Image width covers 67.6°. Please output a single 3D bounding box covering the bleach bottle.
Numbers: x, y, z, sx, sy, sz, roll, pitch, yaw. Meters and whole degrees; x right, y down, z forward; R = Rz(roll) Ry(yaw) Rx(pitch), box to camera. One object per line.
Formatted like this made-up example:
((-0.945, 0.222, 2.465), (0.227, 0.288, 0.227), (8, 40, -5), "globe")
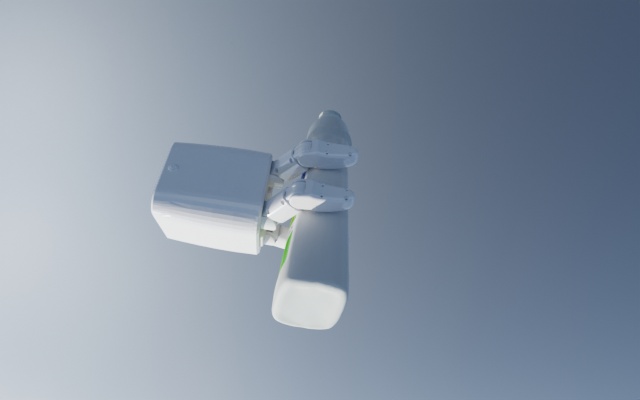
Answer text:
((0.000, 0.002, 0.519), (0.068, 0.250, 0.103), (10, -39, -5), "bleach bottle")
